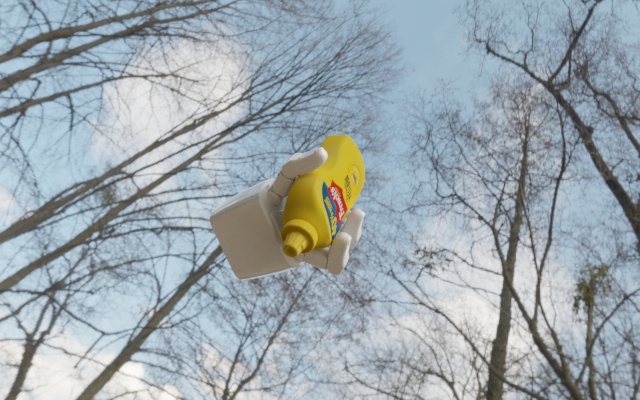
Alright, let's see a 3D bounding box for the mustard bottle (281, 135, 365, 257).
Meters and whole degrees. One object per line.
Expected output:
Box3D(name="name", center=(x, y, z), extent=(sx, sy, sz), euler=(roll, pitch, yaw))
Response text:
Box3D(name="mustard bottle", center=(0.000, 0.002, 0.586), extent=(0.058, 0.096, 0.191), euler=(4, 35, 23))
